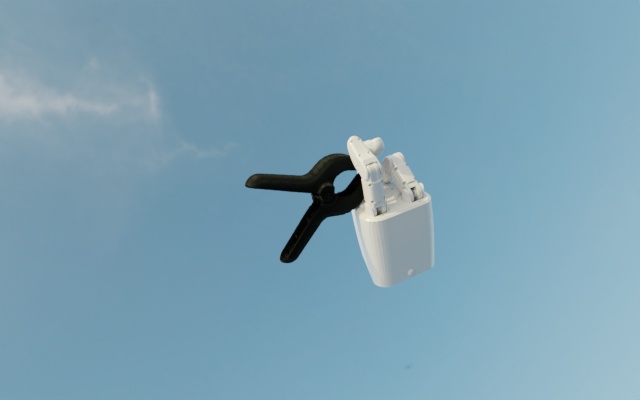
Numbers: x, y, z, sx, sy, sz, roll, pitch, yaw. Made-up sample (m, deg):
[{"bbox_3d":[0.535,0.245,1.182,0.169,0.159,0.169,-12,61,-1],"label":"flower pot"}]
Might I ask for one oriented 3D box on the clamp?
[{"bbox_3d":[0.000,0.002,0.597,0.171,0.120,0.039,-20,26,-17],"label":"clamp"}]
